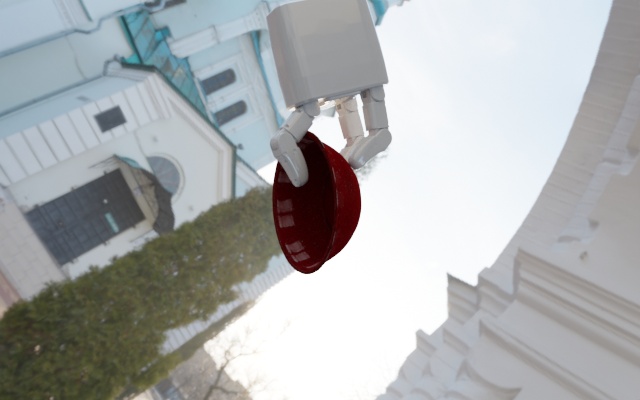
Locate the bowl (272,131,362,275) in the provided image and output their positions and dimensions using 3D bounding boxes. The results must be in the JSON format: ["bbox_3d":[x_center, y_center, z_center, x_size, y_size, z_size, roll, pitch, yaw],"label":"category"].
[{"bbox_3d":[0.000,0.003,0.547,0.055,0.162,0.162,-1,1,-29],"label":"bowl"}]
